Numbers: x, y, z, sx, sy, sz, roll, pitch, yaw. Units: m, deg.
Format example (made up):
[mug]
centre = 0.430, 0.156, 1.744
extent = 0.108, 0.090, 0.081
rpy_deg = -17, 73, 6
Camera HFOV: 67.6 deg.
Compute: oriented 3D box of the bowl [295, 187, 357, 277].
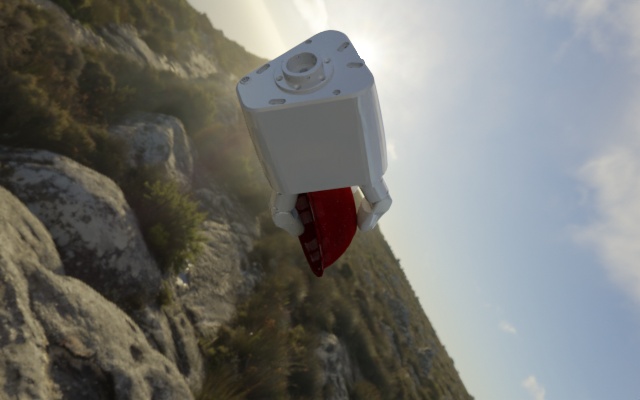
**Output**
[bowl]
centre = 0.000, 0.002, 0.540
extent = 0.055, 0.162, 0.162
rpy_deg = -15, 3, -11
